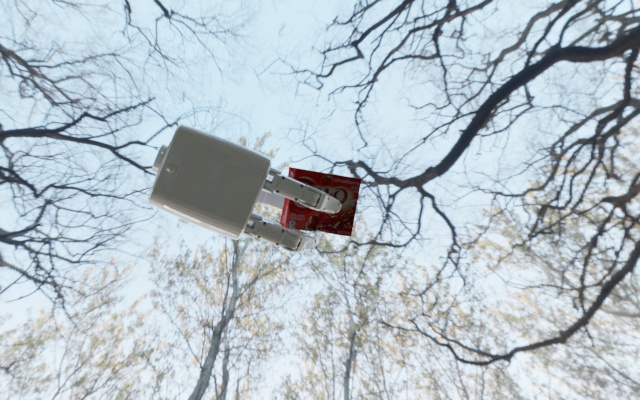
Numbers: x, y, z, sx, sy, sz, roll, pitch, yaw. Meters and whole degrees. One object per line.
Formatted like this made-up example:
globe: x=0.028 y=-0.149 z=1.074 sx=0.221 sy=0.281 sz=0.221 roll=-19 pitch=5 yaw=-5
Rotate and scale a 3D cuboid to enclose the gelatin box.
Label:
gelatin box: x=0.000 y=0.002 z=0.582 sx=0.089 sy=0.073 sz=0.030 roll=9 pitch=3 yaw=-21
